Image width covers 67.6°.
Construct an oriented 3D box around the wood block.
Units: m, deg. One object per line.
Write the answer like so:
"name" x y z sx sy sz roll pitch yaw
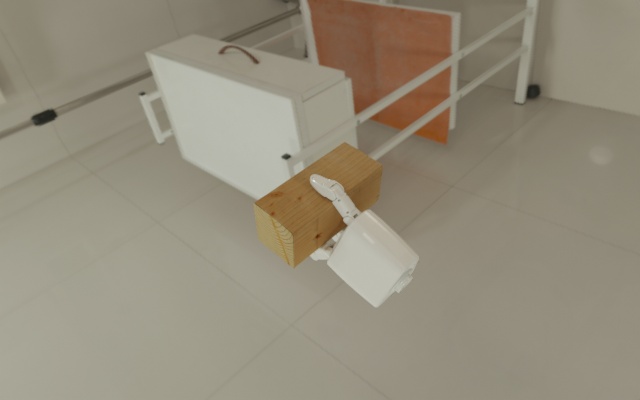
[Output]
"wood block" 0.000 0.003 0.786 0.090 0.091 0.206 36 56 28
